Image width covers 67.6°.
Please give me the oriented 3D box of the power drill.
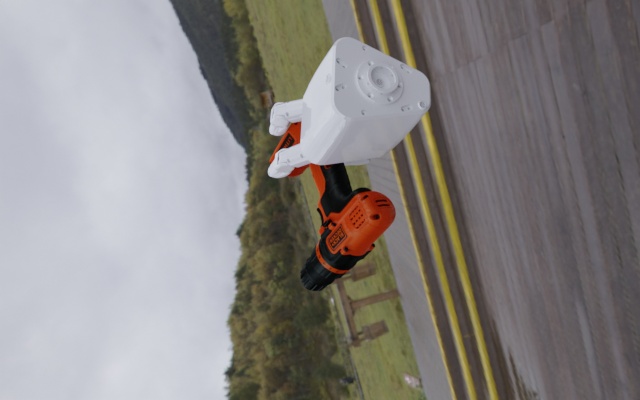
[{"bbox_3d":[0.000,0.001,0.603,0.057,0.187,0.184,-5,-33,-39],"label":"power drill"}]
